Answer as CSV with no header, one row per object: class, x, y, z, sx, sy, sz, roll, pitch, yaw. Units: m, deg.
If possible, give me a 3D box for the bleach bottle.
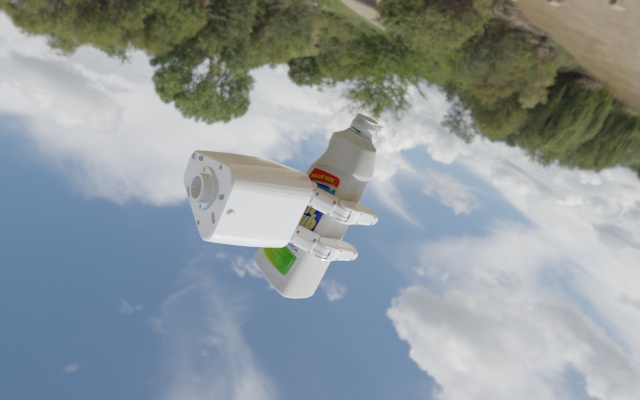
bleach bottle,0.000,0.002,0.623,0.068,0.251,0.102,7,28,-41
